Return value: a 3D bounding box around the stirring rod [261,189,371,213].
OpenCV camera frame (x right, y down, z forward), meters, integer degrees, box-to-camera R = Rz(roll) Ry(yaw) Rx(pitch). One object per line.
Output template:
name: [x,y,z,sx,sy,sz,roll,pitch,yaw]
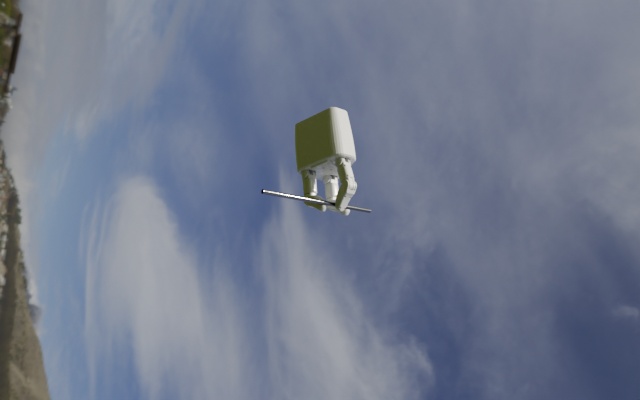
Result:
stirring rod: [0.000,0.003,0.852,0.239,0.011,0.011,10,-6,-37]
